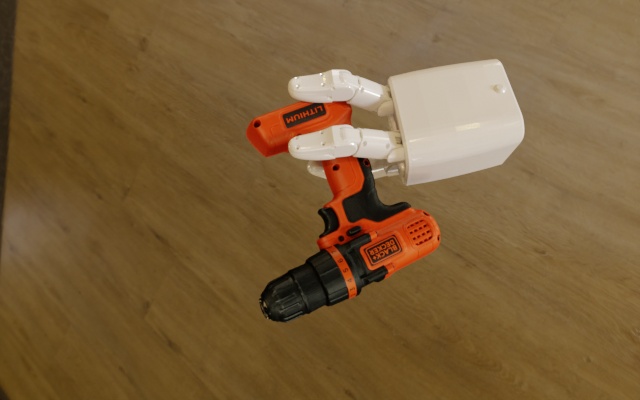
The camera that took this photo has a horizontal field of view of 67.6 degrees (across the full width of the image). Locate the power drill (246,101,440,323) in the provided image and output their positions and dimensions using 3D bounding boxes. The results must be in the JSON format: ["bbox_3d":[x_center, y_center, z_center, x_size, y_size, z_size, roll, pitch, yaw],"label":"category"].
[{"bbox_3d":[0.000,0.001,0.456,0.184,0.187,0.057,-23,-7,-17],"label":"power drill"}]
